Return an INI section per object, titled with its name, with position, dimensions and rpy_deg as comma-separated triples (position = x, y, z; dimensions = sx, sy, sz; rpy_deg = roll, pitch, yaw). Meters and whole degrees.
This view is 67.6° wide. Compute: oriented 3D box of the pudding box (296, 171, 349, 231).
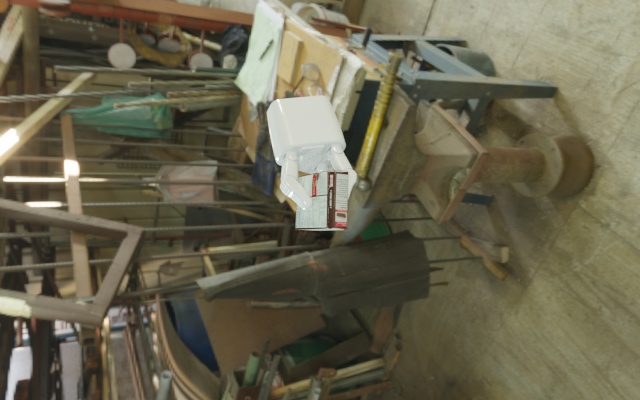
[pudding box]
position = 0.000, 0.002, 0.753
dimensions = 0.039, 0.090, 0.113
rpy_deg = 3, -4, -27
